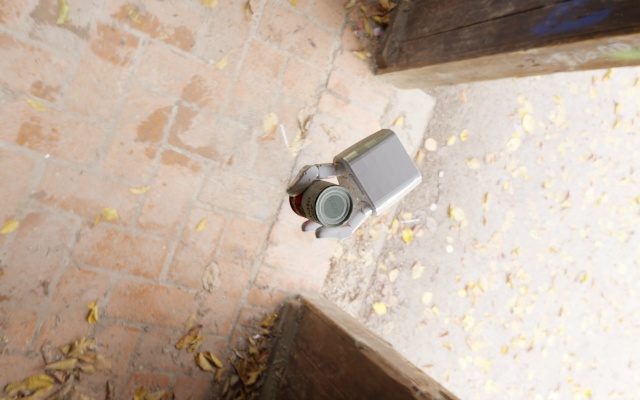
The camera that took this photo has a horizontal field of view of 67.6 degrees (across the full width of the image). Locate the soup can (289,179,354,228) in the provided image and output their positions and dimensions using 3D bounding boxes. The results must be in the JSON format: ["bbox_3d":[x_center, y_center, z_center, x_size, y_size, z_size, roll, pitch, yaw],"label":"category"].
[{"bbox_3d":[0.000,0.003,0.753,0.068,0.068,0.102,0,8,-26],"label":"soup can"}]
